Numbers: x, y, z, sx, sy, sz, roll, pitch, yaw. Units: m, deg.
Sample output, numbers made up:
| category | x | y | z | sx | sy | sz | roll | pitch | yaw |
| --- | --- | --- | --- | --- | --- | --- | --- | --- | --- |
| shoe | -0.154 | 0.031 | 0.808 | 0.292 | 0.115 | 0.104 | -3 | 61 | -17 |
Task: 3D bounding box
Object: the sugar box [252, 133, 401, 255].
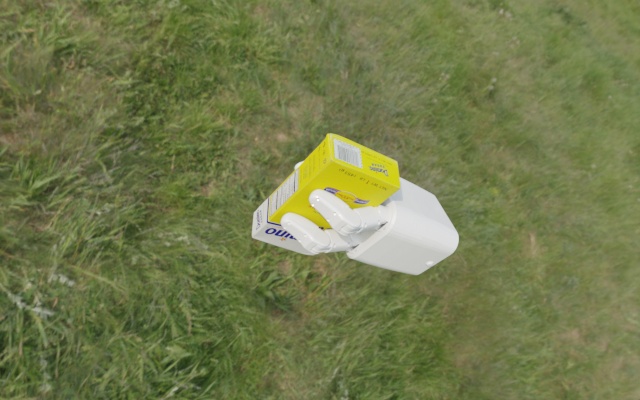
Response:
| category | x | y | z | sx | sy | sz | roll | pitch | yaw |
| --- | --- | --- | --- | --- | --- | --- | --- | --- | --- |
| sugar box | 0.000 | 0.002 | 0.556 | 0.093 | 0.048 | 0.176 | 20 | -43 | -26 |
